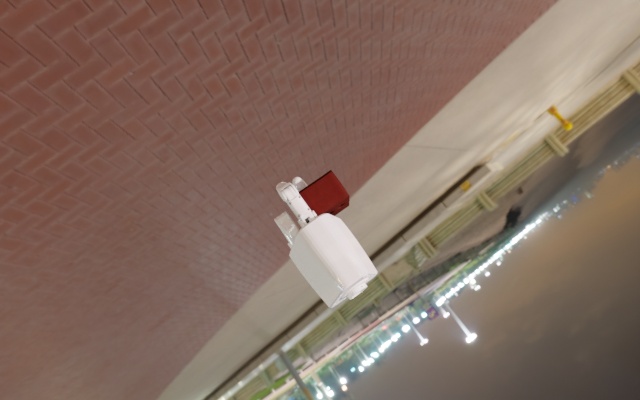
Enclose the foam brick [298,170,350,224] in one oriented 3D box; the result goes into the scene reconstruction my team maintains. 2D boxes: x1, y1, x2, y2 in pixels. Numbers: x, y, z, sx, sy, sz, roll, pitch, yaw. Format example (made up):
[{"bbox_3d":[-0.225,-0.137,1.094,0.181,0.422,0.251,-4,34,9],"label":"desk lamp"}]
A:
[{"bbox_3d":[0.000,0.002,0.731,0.078,0.051,0.053,-35,-17,-9],"label":"foam brick"}]
